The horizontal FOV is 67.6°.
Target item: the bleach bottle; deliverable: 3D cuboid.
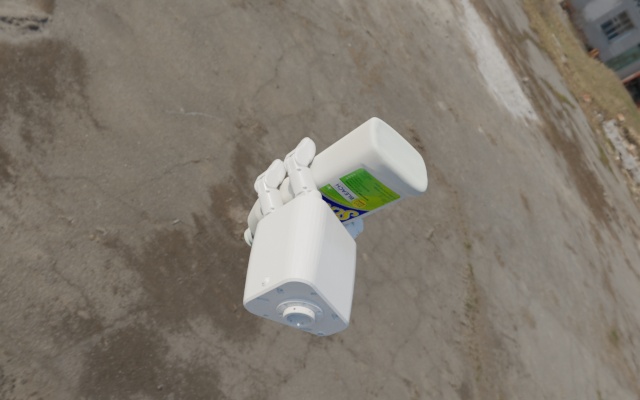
[{"bbox_3d":[0.000,0.002,0.592,0.102,0.068,0.251,36,-49,-29],"label":"bleach bottle"}]
